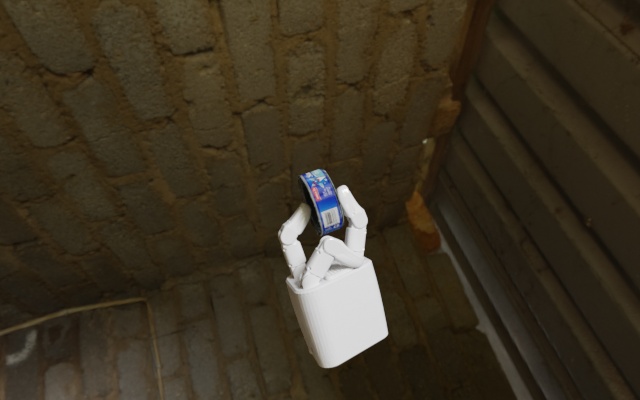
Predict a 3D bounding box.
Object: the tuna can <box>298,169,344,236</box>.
[{"bbox_3d":[0.001,0.002,0.636,0.034,0.086,0.086,-20,3,-10],"label":"tuna can"}]
